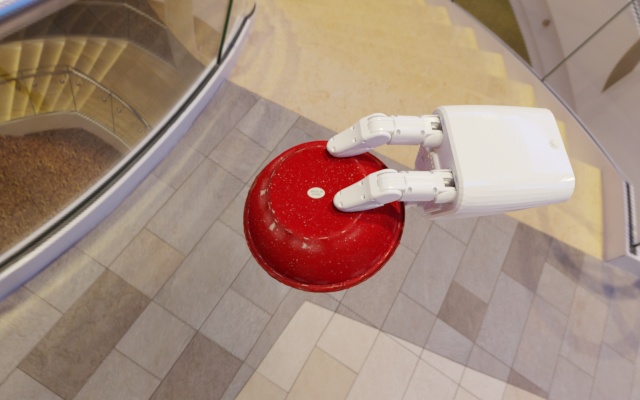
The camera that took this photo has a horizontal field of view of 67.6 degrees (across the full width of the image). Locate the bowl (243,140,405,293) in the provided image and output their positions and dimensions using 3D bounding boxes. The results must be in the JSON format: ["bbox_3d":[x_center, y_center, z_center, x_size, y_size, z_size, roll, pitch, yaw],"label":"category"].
[{"bbox_3d":[-0.001,0.002,0.449,0.162,0.162,0.055,0,-23,6],"label":"bowl"}]
